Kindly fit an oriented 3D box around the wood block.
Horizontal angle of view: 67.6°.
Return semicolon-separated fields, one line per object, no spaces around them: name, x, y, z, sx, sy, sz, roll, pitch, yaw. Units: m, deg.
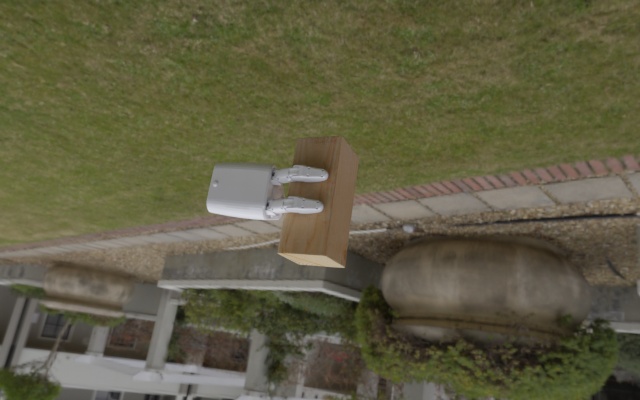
wood block;0.000;0.003;0.822;0.090;0.206;0.091;1;-19;24
